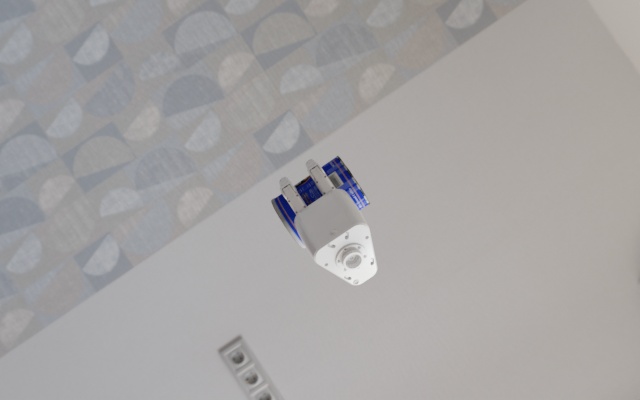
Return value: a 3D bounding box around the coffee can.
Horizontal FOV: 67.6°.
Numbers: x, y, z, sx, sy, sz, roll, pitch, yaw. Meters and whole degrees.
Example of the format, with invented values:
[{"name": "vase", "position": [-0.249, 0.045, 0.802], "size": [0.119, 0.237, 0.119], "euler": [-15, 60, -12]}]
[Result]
[{"name": "coffee can", "position": [0.000, 0.003, 0.833], "size": [0.140, 0.103, 0.103], "euler": [-34, -1, 2]}]
